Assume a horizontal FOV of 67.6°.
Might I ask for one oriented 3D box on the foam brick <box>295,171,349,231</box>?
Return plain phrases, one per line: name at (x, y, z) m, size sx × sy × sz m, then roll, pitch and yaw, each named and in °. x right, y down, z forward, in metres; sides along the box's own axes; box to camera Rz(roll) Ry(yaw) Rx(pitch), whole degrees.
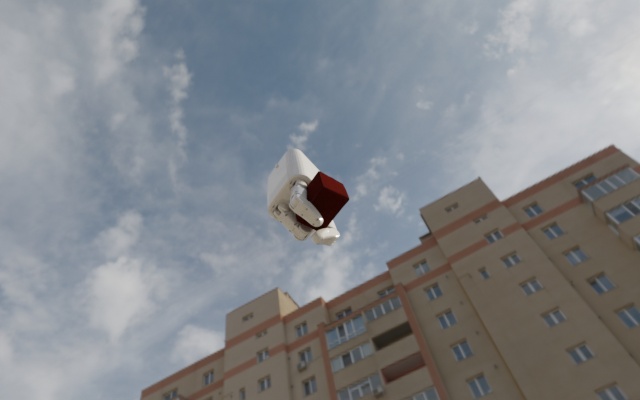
foam brick at (0.000, 0.002, 0.770) m, size 0.053 × 0.078 × 0.051 m, roll 28°, pitch 25°, yaw -24°
